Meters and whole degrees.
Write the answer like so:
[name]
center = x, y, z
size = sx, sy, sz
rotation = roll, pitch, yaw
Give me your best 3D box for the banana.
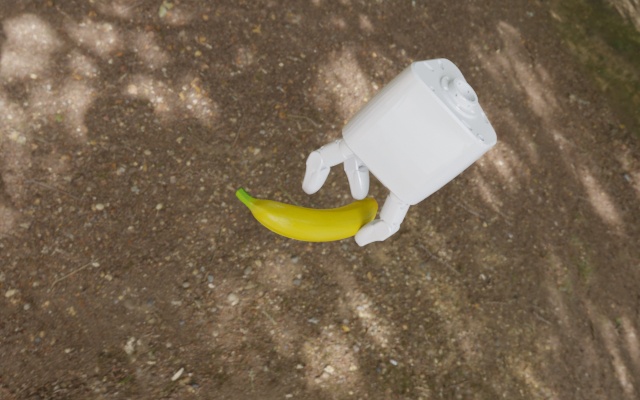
[banana]
center = 0.002, 0.017, 0.557
size = 0.198, 0.069, 0.037
rotation = 6, -37, -35
